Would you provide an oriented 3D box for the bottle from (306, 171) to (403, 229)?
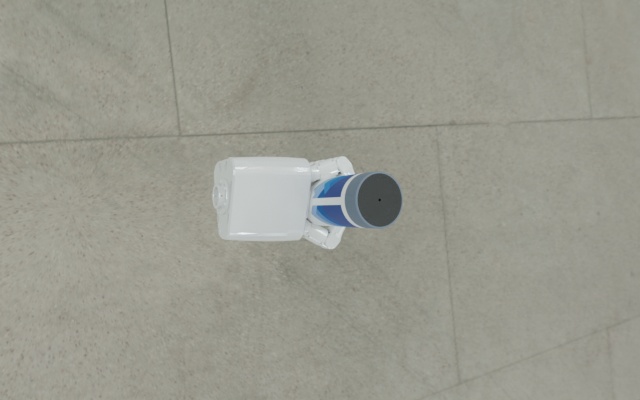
[{"bbox_3d":[0.000,0.002,0.678,0.069,0.069,0.296,0,-1,-28],"label":"bottle"}]
